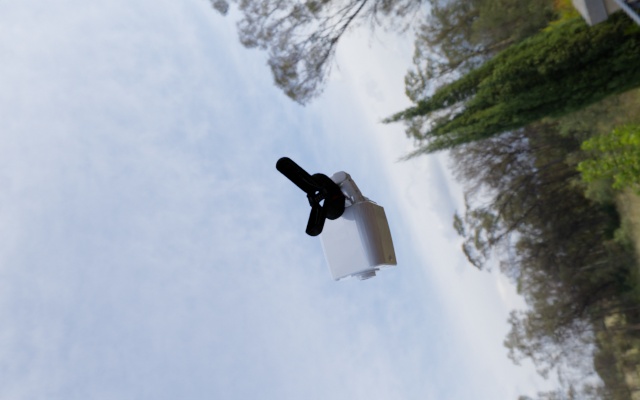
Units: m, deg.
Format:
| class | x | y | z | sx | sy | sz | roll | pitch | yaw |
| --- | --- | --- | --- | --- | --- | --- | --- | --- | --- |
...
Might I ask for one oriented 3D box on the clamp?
| class | x | y | z | sx | sy | sz | roll | pitch | yaw |
| --- | --- | --- | --- | --- | --- | --- | --- | --- | --- |
| clamp | 0.000 | 0.003 | 0.719 | 0.039 | 0.120 | 0.171 | -24 | -18 | 25 |
